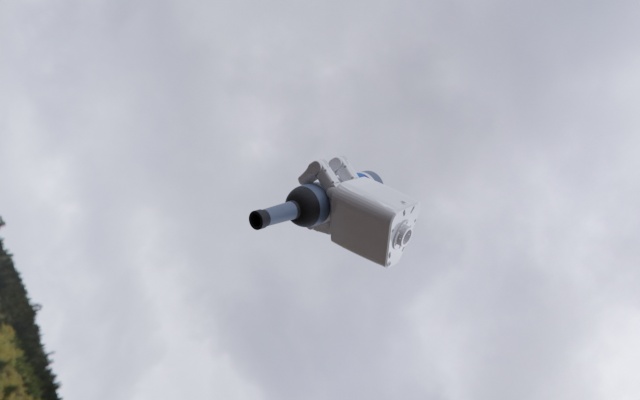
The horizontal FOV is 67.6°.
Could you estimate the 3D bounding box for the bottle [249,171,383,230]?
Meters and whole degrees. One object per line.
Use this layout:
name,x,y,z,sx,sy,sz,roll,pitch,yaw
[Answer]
bottle,0.000,0.002,0.767,0.069,0.069,0.295,0,10,38
